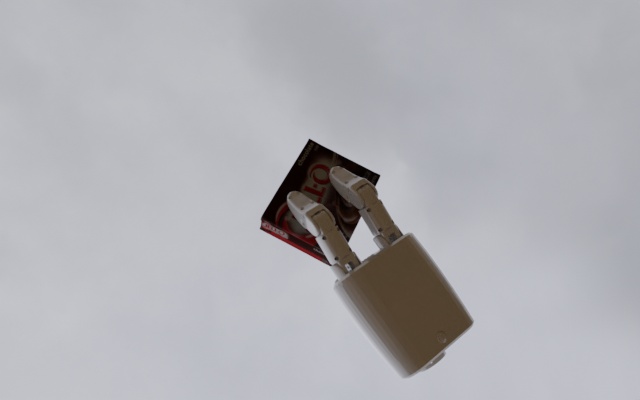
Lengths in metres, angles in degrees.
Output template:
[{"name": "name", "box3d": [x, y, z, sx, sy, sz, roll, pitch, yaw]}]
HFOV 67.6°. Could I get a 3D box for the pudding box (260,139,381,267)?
[{"name": "pudding box", "box3d": [0.000, 0.002, 0.511, 0.090, 0.113, 0.039, 28, -29, 1]}]
